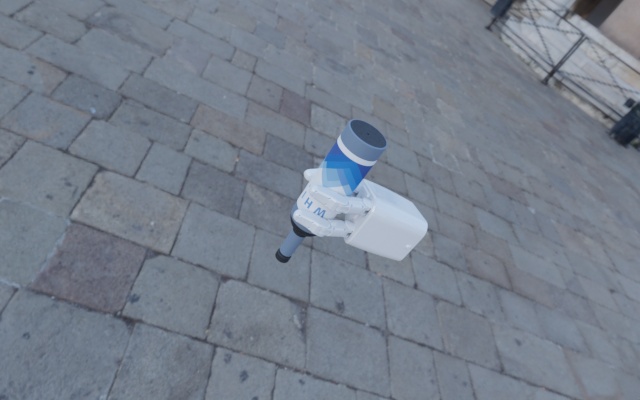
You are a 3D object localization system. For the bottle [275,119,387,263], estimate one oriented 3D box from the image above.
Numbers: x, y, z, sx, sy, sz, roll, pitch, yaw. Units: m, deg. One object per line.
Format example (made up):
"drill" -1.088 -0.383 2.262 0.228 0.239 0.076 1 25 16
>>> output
"bottle" 0.000 0.002 0.777 0.069 0.069 0.296 0 -43 -40
